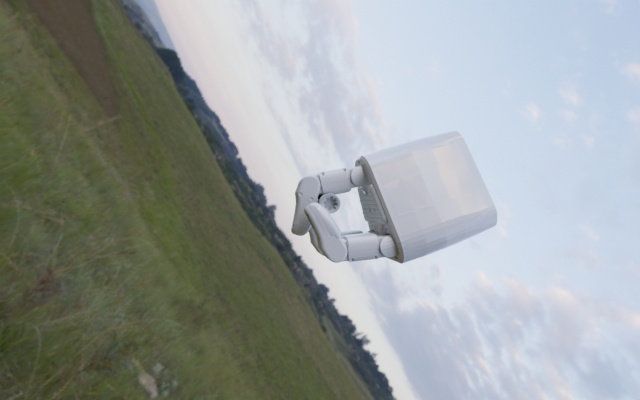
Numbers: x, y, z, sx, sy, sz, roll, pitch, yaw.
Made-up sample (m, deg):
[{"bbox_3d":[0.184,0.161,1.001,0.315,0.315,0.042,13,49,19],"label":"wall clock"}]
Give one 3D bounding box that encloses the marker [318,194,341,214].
[{"bbox_3d":[0.000,0.002,0.506,0.020,0.020,0.121,0,1,-9],"label":"marker"}]
